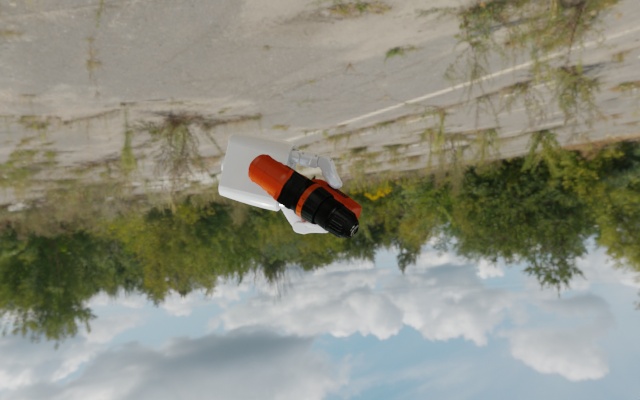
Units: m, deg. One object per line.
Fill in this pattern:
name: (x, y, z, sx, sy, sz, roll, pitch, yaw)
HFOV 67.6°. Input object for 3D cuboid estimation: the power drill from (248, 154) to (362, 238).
power drill: (0.000, 0.002, 0.722, 0.184, 0.057, 0.188, 35, 4, 22)
